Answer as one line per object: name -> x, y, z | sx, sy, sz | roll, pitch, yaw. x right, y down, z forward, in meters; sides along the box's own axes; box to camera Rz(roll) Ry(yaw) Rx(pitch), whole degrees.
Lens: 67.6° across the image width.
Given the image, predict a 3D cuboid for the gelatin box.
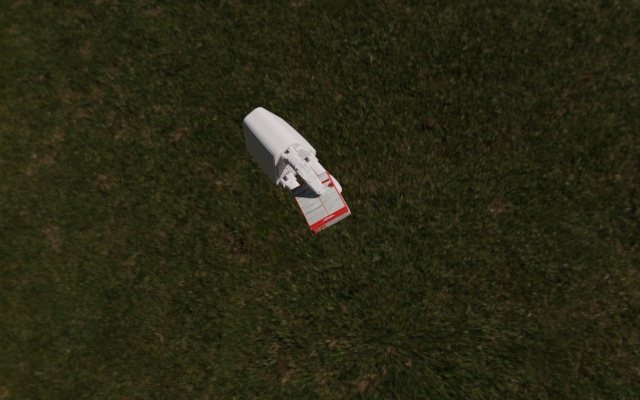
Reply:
gelatin box -> 0.000, 0.003, 0.831 | 0.073, 0.089, 0.030 | -29, -26, 1
